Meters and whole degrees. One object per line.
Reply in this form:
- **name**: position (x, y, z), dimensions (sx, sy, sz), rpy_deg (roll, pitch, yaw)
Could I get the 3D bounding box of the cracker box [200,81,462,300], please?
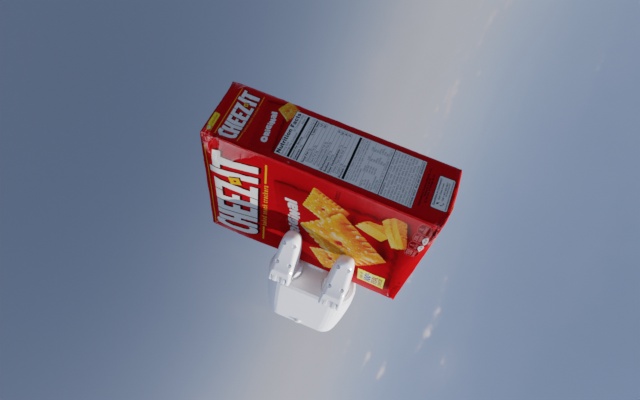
- **cracker box**: position (0.000, 0.001, 0.456), dimensions (0.213, 0.072, 0.164), rpy_deg (22, -31, 5)
